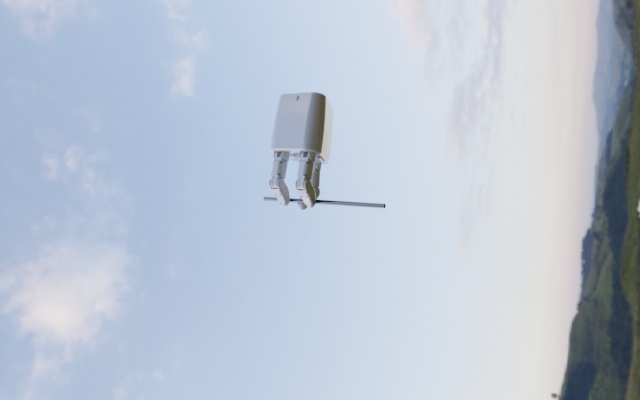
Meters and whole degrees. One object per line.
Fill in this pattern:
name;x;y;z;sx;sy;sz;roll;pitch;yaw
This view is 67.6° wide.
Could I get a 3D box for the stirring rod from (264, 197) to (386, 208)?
stirring rod;0.000;0.003;0.838;0.239;0.011;0.011;3;2;29
